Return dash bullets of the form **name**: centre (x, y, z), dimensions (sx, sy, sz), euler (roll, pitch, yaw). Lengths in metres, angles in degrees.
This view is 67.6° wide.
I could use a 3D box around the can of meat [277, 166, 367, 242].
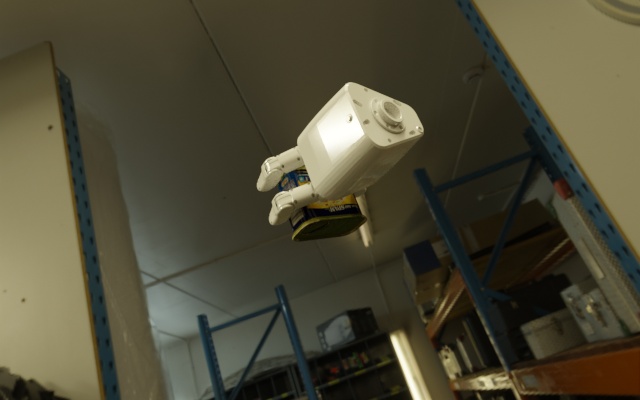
- **can of meat**: centre (0.000, 0.002, 0.636), dimensions (0.102, 0.084, 0.057), euler (-4, -28, -34)
